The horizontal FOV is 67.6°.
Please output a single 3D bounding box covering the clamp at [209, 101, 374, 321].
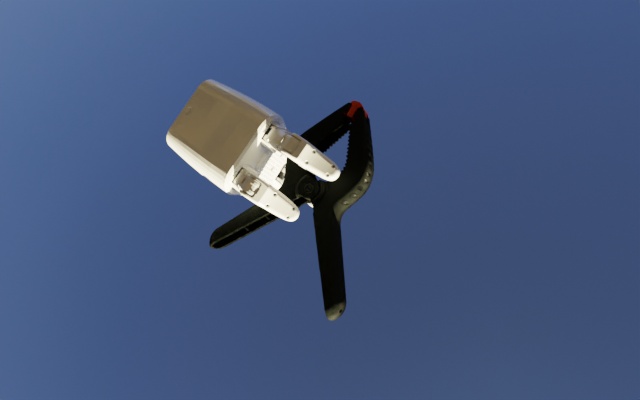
[{"bbox_3d":[0.000,0.001,0.480,0.164,0.210,0.036,34,-1,23],"label":"clamp"}]
